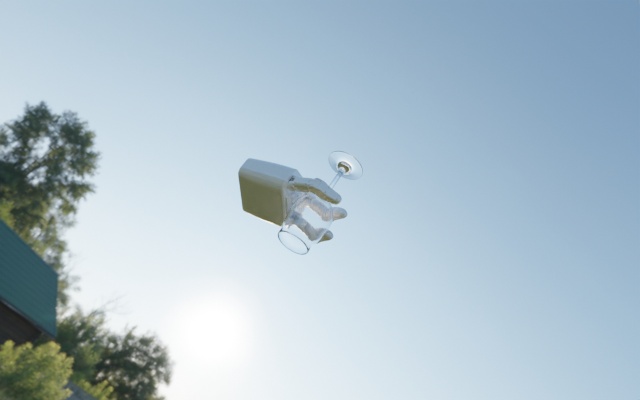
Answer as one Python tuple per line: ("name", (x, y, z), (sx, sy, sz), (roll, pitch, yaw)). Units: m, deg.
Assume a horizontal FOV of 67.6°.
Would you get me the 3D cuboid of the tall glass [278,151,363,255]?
("tall glass", (0.001, 0.002, 0.868), (0.079, 0.201, 0.079), (24, -32, 16))
